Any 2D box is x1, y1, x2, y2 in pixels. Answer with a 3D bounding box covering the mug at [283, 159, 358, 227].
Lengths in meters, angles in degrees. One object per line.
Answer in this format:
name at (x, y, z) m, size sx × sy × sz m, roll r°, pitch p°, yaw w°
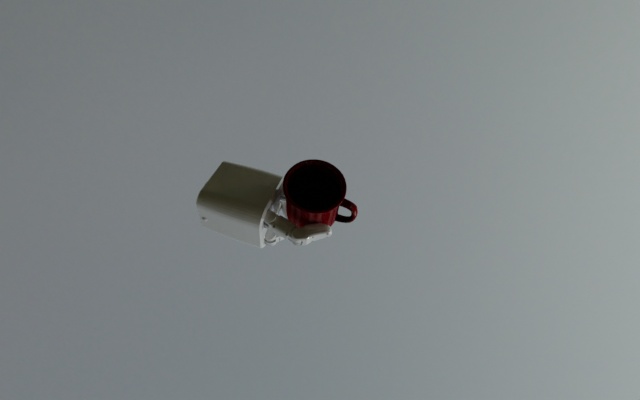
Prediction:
mug at (0.001, 0.003, 0.721) m, size 0.117 × 0.093 × 0.081 m, roll 19°, pitch -30°, yaw 6°
